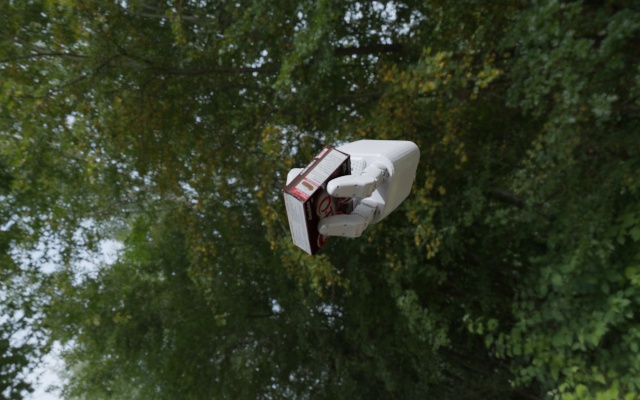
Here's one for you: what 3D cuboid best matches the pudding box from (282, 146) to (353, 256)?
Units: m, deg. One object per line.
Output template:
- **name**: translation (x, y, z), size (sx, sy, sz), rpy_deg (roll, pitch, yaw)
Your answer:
- **pudding box**: translation (0.000, 0.002, 0.590), size (0.039, 0.090, 0.114), rpy_deg (27, -31, 27)
